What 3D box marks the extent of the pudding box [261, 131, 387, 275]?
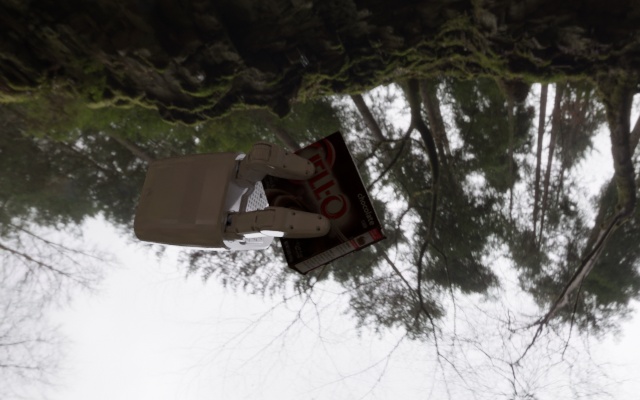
[{"bbox_3d":[0.000,0.002,0.450,0.090,0.113,0.039,-26,-28,9],"label":"pudding box"}]
